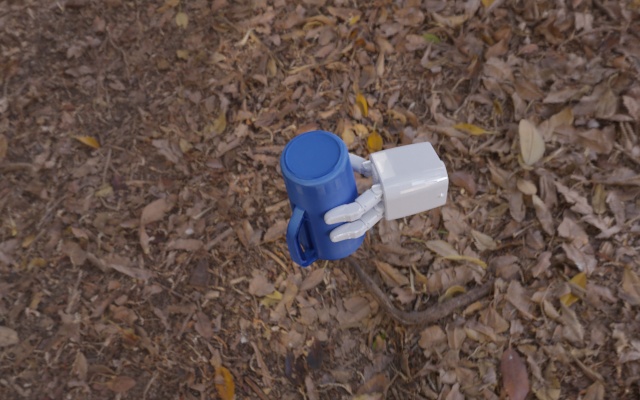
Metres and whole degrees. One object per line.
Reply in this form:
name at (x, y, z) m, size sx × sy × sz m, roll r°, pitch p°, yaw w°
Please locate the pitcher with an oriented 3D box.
pitcher at (0.000, 0.003, 0.824) m, size 0.145 × 0.149 × 0.243 m, roll -12°, pitch -34°, yaw 2°
